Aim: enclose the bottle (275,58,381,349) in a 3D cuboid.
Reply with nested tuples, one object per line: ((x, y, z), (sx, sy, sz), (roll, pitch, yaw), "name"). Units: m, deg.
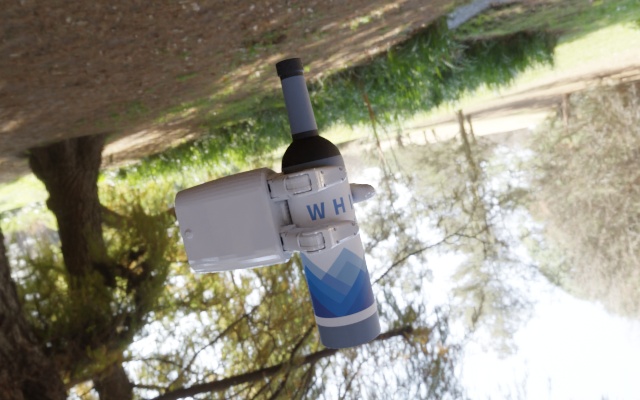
((0.000, 0.002, 0.499), (0.069, 0.296, 0.069), (-13, 5, 1), "bottle")
